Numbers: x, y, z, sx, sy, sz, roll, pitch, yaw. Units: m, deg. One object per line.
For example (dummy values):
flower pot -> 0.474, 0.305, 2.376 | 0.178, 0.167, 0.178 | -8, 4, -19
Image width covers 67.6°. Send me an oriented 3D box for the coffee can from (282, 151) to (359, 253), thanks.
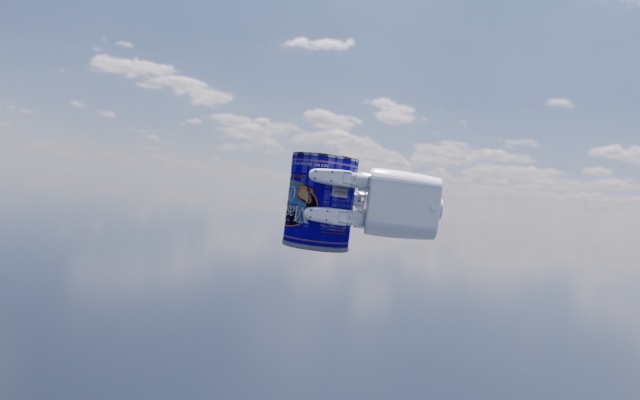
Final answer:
coffee can -> 0.000, 0.003, 0.729 | 0.103, 0.140, 0.103 | 7, 1, 0
